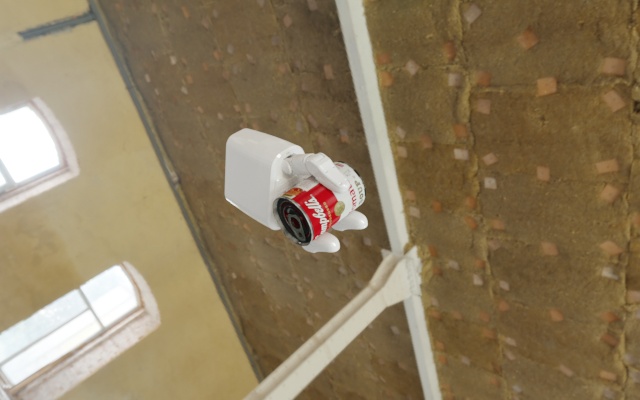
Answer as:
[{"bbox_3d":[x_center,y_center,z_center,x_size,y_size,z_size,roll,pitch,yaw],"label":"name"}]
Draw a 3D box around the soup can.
[{"bbox_3d":[0.001,0.002,0.598,0.102,0.068,0.068,-35,21,-33],"label":"soup can"}]
